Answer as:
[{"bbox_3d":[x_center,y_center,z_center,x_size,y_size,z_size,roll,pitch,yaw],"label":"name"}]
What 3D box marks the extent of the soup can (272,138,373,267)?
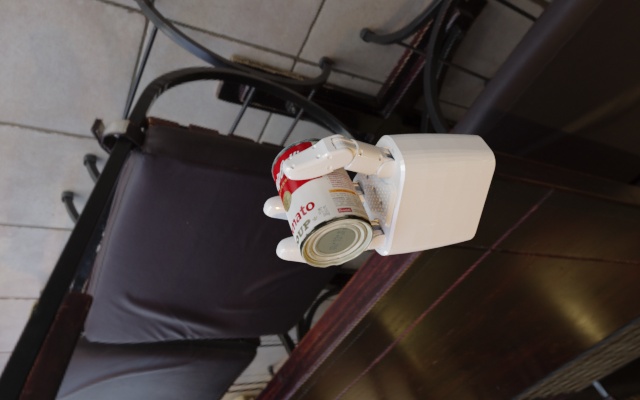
[{"bbox_3d":[0.000,0.002,0.437,0.068,0.102,0.069,-13,-40,-11],"label":"soup can"}]
